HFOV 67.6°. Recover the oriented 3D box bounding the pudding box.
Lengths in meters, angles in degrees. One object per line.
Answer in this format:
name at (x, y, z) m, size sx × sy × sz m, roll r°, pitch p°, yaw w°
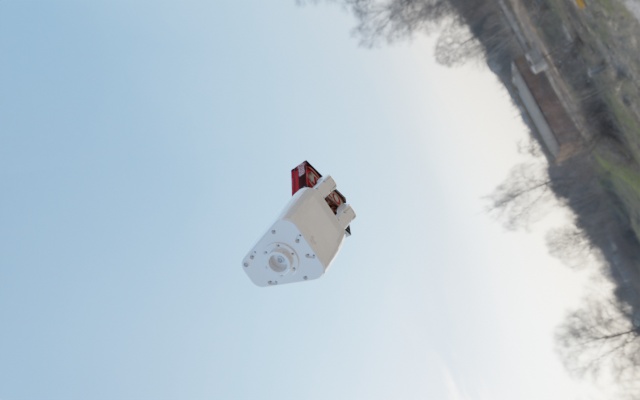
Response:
pudding box at (0.000, 0.003, 0.765) m, size 0.039 × 0.090 × 0.113 m, roll -29°, pitch -51°, yaw 22°
